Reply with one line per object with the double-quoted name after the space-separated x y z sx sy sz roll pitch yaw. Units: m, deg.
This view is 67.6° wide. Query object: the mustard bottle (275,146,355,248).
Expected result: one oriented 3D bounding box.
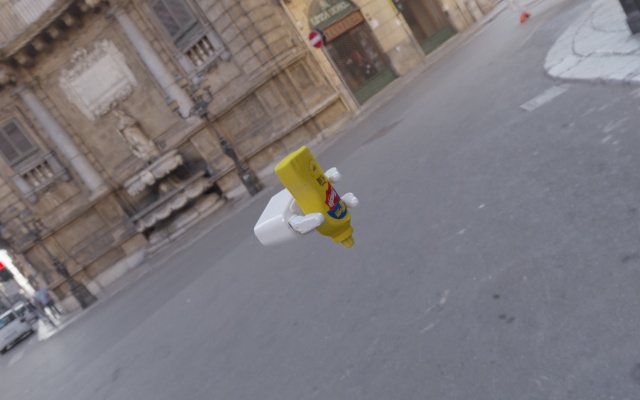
0.000 0.002 0.830 0.058 0.192 0.096 -29 12 24 "mustard bottle"
